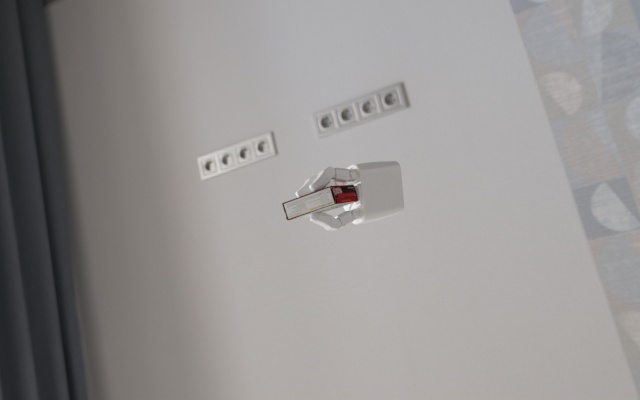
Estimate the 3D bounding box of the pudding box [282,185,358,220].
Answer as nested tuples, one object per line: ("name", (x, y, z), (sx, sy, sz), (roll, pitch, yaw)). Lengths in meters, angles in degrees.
("pudding box", (0.000, 0.003, 0.889), (0.113, 0.039, 0.090), (-21, -9, 30))
